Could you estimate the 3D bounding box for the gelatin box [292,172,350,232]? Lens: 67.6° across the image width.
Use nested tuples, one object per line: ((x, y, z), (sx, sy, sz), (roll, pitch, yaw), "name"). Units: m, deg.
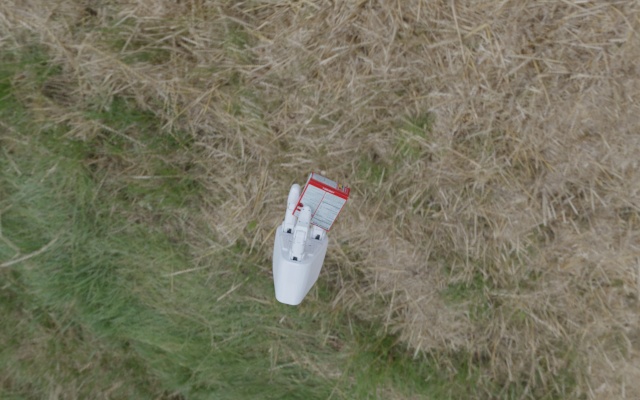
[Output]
((0.000, 0.003, 0.826), (0.073, 0.089, 0.030), (24, 38, -6), "gelatin box")
